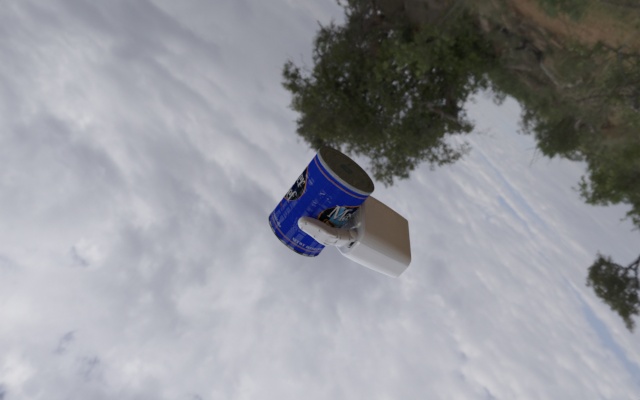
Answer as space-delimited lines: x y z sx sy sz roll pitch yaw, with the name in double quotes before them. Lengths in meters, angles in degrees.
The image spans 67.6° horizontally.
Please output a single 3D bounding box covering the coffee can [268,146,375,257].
"coffee can" 0.000 0.002 0.734 0.103 0.140 0.102 32 24 -16
